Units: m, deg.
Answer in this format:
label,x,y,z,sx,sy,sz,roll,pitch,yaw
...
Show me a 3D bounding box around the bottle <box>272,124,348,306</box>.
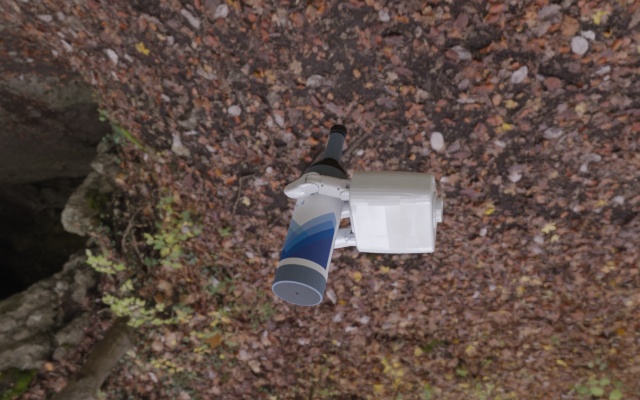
label,x,y,z,sx,sy,sz,roll,pitch,yaw
bottle,0.000,0.002,0.689,0.069,0.295,0.069,10,-36,7
